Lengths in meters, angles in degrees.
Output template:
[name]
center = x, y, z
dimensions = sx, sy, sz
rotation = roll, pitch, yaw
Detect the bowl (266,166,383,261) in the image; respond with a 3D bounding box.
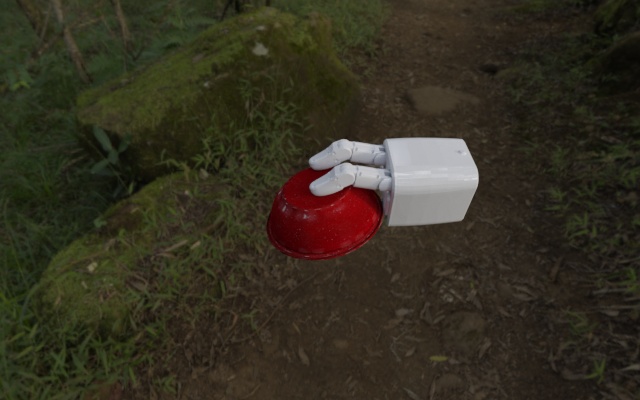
[bowl]
center = -0.001, 0.002, 0.631
dimensions = 0.162, 0.055, 0.162
rotation = -9, 40, 7
